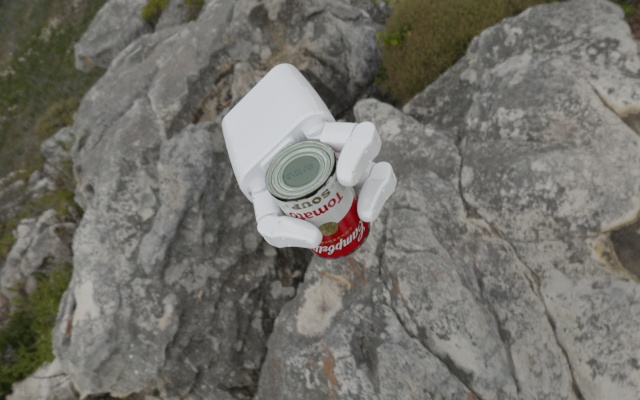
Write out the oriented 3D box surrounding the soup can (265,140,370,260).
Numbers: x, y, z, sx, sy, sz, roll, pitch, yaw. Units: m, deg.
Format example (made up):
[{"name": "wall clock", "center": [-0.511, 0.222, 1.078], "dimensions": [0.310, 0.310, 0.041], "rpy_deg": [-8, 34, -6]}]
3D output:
[{"name": "soup can", "center": [0.000, 0.002, 0.445], "dimensions": [0.068, 0.068, 0.102], "rpy_deg": [0, -35, 26]}]
